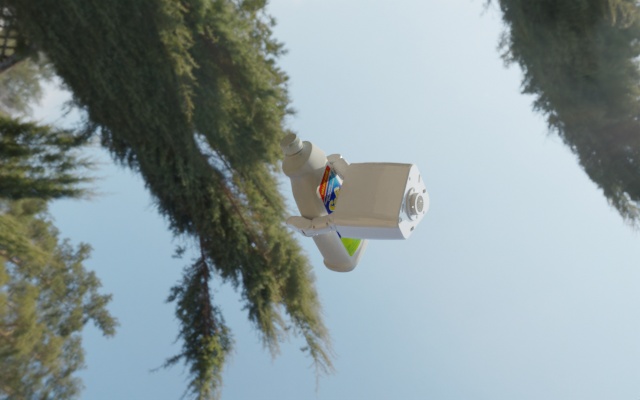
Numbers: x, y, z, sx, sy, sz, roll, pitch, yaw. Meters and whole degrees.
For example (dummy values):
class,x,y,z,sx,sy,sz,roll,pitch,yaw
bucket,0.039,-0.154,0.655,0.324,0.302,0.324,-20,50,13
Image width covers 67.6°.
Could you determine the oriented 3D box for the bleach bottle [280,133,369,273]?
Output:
class,x,y,z,sx,sy,sz,roll,pitch,yaw
bleach bottle,0.000,0.002,0.772,0.068,0.102,0.251,3,-41,36
